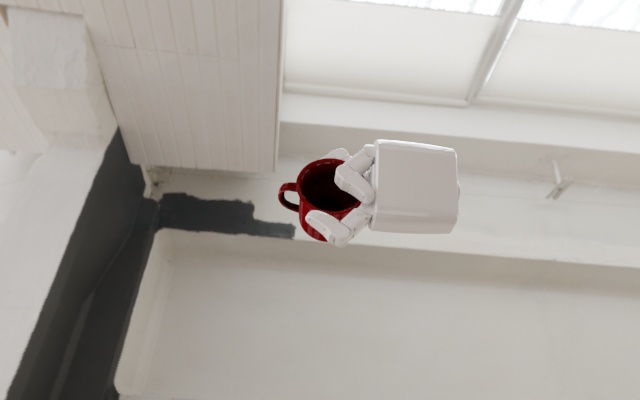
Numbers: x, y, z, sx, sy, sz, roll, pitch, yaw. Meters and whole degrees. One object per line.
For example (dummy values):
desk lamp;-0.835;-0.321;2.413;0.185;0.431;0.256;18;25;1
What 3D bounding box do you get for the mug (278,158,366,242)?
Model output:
mug;-0.001;0.002;0.650;0.117;0.093;0.082;6;-36;0
